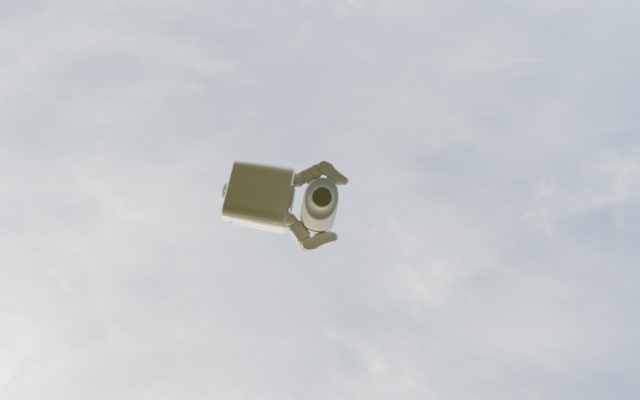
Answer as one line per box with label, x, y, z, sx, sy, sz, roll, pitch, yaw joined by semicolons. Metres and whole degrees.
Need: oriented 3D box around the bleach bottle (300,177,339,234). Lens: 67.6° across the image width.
bleach bottle;0.000;0.003;0.793;0.068;0.102;0.251;11;-8;0
